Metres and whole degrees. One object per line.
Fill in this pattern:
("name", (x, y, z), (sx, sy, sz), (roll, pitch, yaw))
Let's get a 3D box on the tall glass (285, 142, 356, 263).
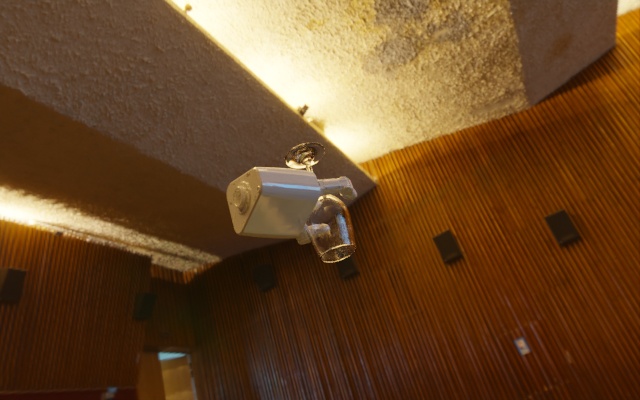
("tall glass", (0.000, 0.002, 0.810), (0.079, 0.201, 0.079), (-15, -28, -8))
